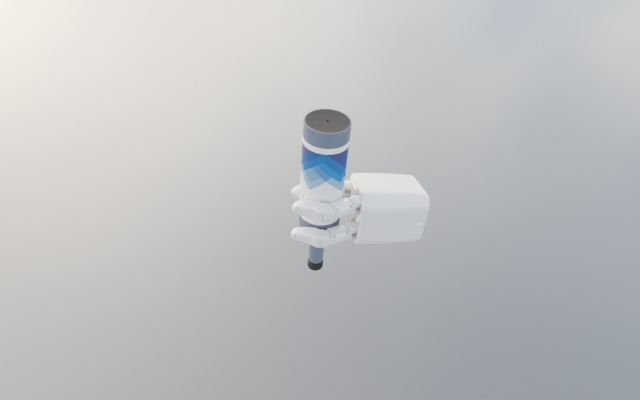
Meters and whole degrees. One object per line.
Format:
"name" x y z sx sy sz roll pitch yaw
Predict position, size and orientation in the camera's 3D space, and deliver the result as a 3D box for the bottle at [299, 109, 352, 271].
"bottle" 0.000 0.002 0.748 0.069 0.296 0.069 3 41 -2
